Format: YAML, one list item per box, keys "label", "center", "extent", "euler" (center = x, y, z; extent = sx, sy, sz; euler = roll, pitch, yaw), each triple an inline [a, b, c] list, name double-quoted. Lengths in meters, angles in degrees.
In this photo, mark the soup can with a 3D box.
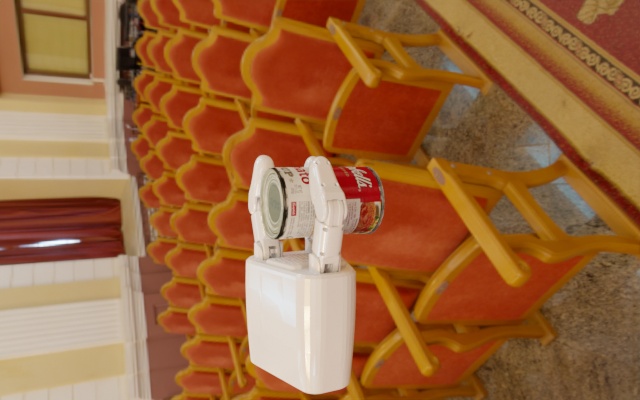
- label: "soup can"
  center: [0.000, 0.001, 0.457]
  extent: [0.102, 0.068, 0.068]
  euler: [-2, 1, -25]
